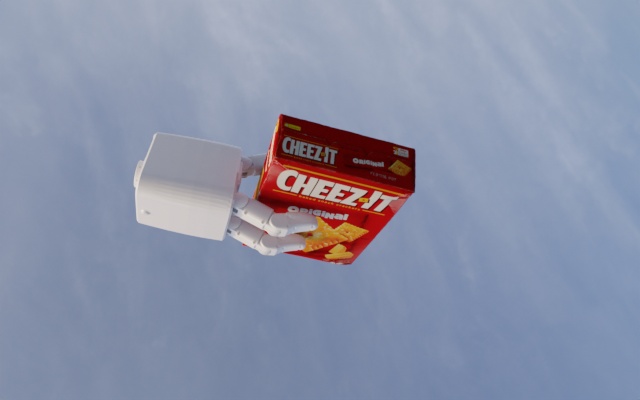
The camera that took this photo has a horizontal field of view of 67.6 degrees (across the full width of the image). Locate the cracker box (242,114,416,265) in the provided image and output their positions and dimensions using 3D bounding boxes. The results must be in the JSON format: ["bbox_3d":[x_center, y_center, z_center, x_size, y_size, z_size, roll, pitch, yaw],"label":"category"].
[{"bbox_3d":[0.000,0.002,0.605,0.164,0.072,0.214,12,-33,-12],"label":"cracker box"}]
